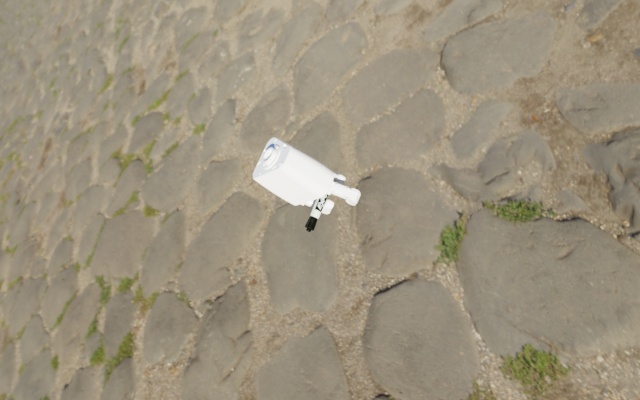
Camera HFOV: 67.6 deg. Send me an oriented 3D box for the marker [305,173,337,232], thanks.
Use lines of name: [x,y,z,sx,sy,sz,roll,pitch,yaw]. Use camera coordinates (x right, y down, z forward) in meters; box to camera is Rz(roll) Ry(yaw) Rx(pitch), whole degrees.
marker: [0.000,0.003,0.896,0.020,0.121,0.020,22,-13,5]
